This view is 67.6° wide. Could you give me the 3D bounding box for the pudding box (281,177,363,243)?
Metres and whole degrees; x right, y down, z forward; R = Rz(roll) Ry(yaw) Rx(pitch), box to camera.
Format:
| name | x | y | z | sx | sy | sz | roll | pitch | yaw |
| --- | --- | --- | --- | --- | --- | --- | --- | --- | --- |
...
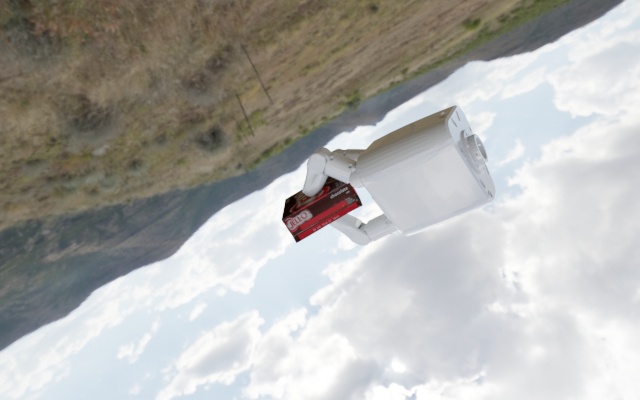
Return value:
| name | x | y | z | sx | sy | sz | roll | pitch | yaw |
| --- | --- | --- | --- | --- | --- | --- | --- | --- | --- |
| pudding box | 0.000 | 0.002 | 0.587 | 0.090 | 0.039 | 0.113 | -29 | 10 | 4 |
